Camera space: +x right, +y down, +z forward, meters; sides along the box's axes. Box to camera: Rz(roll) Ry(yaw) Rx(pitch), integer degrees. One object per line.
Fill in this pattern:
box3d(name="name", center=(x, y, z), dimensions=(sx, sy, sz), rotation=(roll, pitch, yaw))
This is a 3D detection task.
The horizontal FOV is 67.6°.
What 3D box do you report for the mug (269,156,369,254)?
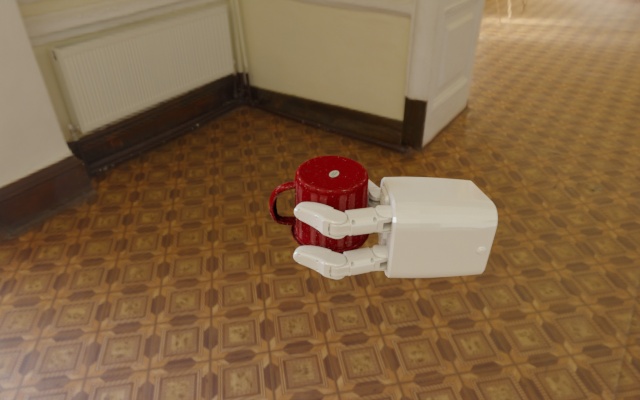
box3d(name="mug", center=(-0.001, 0.002, 0.543), dimensions=(0.117, 0.082, 0.093), rotation=(-1, 34, -2))
